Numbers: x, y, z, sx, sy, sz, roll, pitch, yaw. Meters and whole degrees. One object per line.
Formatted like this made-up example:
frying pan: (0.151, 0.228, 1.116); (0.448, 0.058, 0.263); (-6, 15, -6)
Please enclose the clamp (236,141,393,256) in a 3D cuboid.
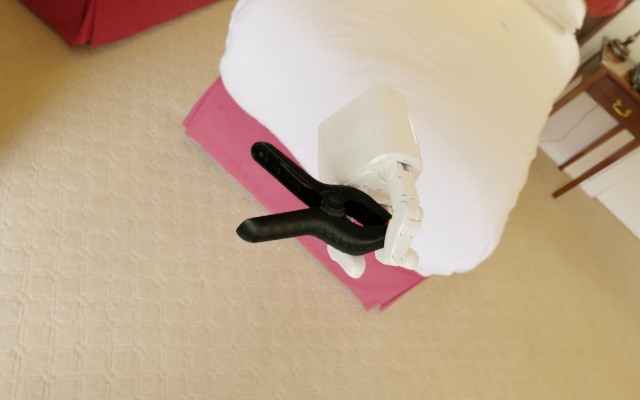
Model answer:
clamp: (0.001, 0.001, 0.468); (0.171, 0.120, 0.039); (14, -39, -26)
